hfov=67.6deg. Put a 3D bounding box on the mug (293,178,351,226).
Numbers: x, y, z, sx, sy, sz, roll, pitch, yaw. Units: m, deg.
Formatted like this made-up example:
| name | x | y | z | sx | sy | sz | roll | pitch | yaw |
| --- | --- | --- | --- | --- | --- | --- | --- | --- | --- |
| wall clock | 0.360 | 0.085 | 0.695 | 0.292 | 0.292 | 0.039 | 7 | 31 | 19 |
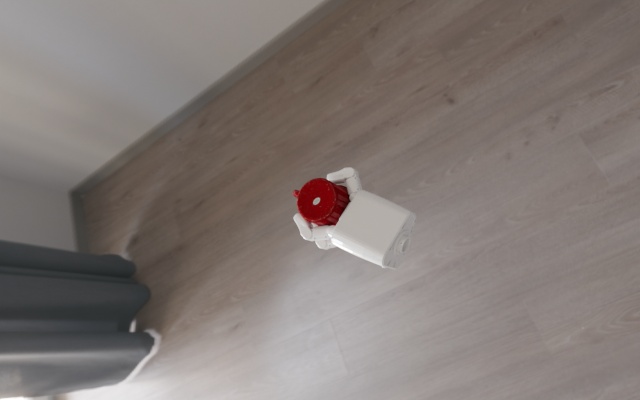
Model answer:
| name | x | y | z | sx | sy | sz | roll | pitch | yaw |
| --- | --- | --- | --- | --- | --- | --- | --- | --- | --- |
| mug | -0.001 | 0.002 | 0.877 | 0.117 | 0.093 | 0.081 | 23 | -1 | 30 |
